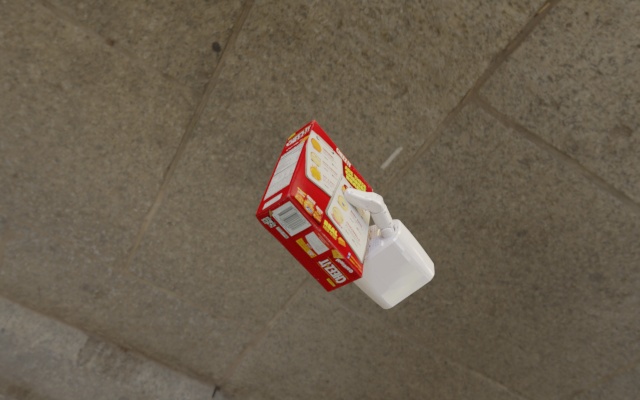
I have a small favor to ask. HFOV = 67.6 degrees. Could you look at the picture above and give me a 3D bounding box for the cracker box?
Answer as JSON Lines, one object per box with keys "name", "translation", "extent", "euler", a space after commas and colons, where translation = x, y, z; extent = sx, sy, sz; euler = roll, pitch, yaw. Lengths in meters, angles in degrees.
{"name": "cracker box", "translation": [0.000, 0.002, 0.717], "extent": [0.072, 0.164, 0.213], "euler": [-29, 26, 27]}
